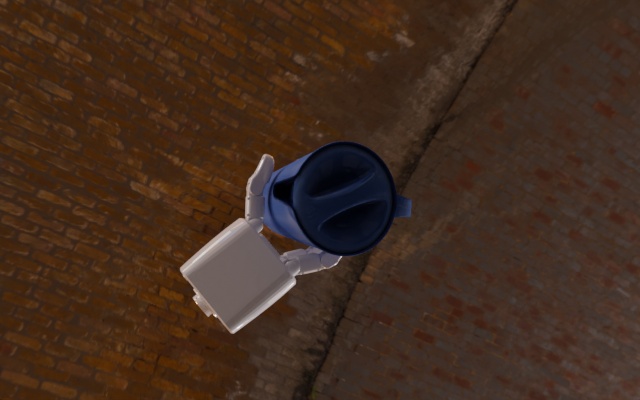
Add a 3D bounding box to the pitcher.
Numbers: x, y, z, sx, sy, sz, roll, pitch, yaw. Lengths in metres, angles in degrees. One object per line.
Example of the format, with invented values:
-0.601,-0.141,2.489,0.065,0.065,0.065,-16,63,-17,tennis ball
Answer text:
0.000,0.002,0.661,0.145,0.149,0.243,-42,13,-16,pitcher
